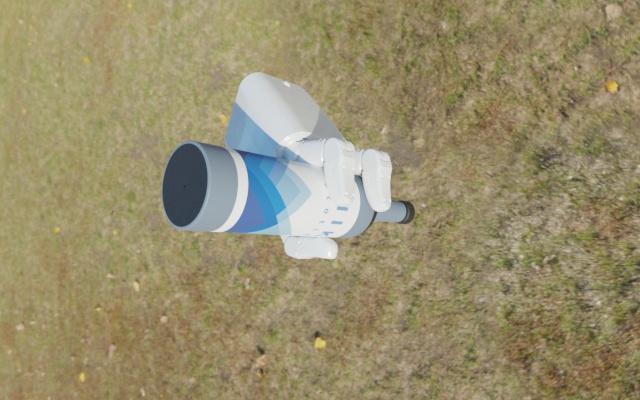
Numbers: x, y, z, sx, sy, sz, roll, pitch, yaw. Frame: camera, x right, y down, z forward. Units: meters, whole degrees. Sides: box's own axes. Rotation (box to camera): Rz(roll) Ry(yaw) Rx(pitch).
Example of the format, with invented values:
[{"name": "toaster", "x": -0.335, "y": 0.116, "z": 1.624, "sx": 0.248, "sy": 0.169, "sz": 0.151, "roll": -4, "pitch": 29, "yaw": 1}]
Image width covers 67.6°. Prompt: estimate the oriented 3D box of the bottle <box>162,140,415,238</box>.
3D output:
[{"name": "bottle", "x": 0.000, "y": 0.002, "z": 0.457, "sx": 0.069, "sy": 0.069, "sz": 0.296, "roll": 0, "pitch": -5, "yaw": 43}]
